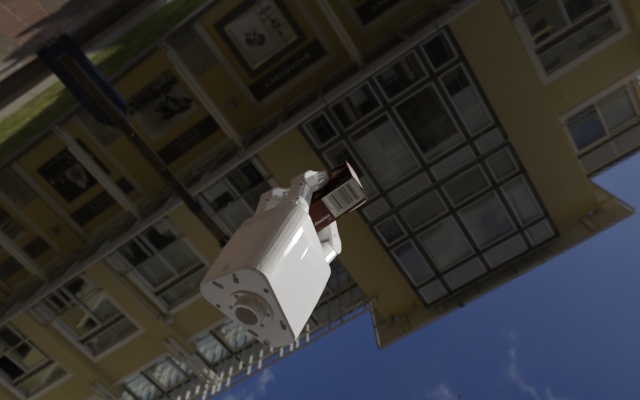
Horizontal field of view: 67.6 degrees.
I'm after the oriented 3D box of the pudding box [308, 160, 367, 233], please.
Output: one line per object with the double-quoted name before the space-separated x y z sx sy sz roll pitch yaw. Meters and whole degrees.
"pudding box" 0.000 0.002 0.612 0.113 0.039 0.090 -32 17 7
